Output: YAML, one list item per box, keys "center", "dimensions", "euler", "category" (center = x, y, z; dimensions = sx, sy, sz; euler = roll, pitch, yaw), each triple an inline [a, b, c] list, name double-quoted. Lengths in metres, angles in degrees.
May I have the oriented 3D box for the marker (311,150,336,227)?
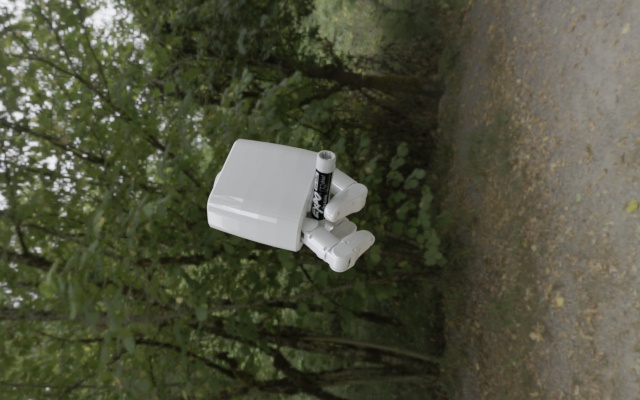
- center: [0.000, 0.002, 0.508]
  dimensions: [0.020, 0.121, 0.020]
  euler: [4, 40, -4]
  category: "marker"
